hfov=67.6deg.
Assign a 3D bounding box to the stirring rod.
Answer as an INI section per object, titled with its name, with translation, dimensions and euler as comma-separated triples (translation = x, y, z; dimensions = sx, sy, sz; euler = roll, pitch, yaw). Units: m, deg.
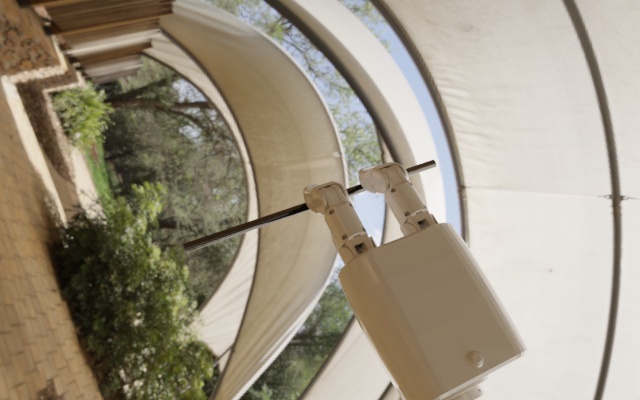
[stirring rod]
translation = 0.000, 0.001, 0.417
dimensions = 0.239, 0.011, 0.011
euler = -19, 6, -18
